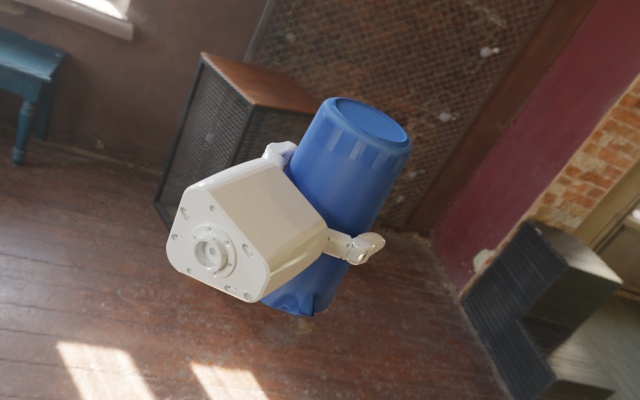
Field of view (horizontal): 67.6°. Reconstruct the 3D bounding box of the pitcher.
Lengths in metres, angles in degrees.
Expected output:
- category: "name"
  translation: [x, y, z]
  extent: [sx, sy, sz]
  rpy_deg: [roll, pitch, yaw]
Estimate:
- category: "pitcher"
  translation: [0.000, 0.002, 0.568]
  extent: [0.149, 0.243, 0.145]
  rpy_deg: [36, 29, 14]
